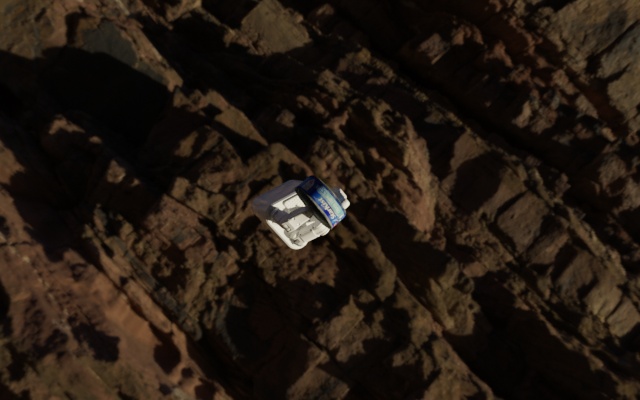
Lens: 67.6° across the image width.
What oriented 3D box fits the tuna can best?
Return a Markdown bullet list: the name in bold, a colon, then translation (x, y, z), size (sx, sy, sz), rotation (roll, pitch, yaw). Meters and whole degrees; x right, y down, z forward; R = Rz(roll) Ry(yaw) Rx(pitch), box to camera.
- **tuna can**: translation (0.001, 0.002, 0.744), size (0.033, 0.086, 0.086), rotation (-41, 9, -10)
